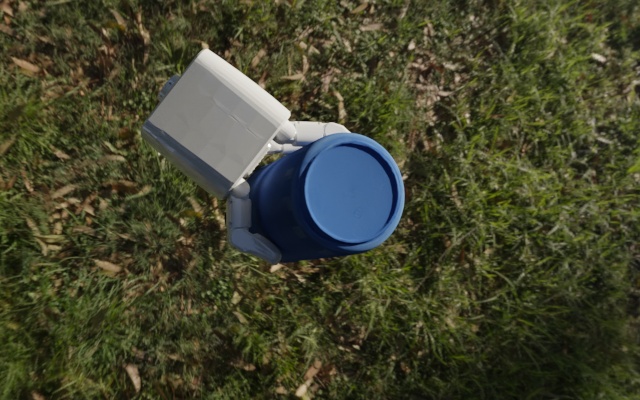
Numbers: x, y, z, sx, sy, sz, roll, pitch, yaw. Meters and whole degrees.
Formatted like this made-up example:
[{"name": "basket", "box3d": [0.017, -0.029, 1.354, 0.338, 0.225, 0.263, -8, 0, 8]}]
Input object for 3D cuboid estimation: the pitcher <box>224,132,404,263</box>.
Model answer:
[{"name": "pitcher", "box3d": [0.000, 0.002, 0.524, 0.145, 0.149, 0.243, 38, -15, -12]}]
